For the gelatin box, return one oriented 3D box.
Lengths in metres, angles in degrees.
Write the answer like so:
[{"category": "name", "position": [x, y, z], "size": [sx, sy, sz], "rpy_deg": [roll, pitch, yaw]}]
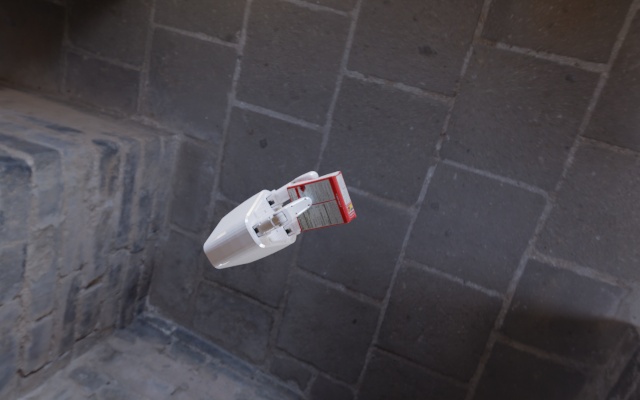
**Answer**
[{"category": "gelatin box", "position": [0.000, 0.002, 0.712], "size": [0.089, 0.073, 0.030], "rpy_deg": [-13, 12, 34]}]
